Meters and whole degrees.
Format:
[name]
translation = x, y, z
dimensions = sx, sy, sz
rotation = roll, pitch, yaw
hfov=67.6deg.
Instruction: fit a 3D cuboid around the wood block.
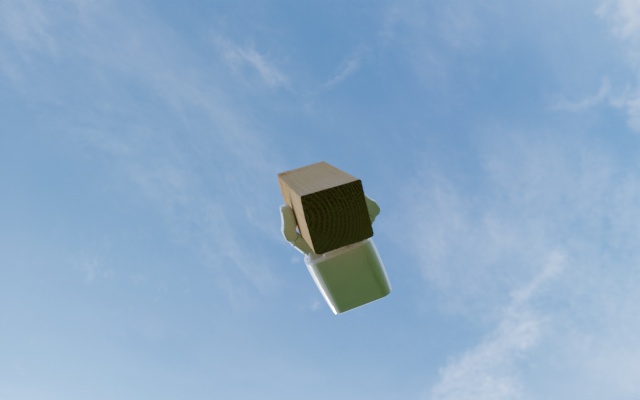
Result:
[wood block]
translation = 0.000, 0.003, 0.753
dimensions = 0.091, 0.090, 0.206
rotation = -17, 15, -10
